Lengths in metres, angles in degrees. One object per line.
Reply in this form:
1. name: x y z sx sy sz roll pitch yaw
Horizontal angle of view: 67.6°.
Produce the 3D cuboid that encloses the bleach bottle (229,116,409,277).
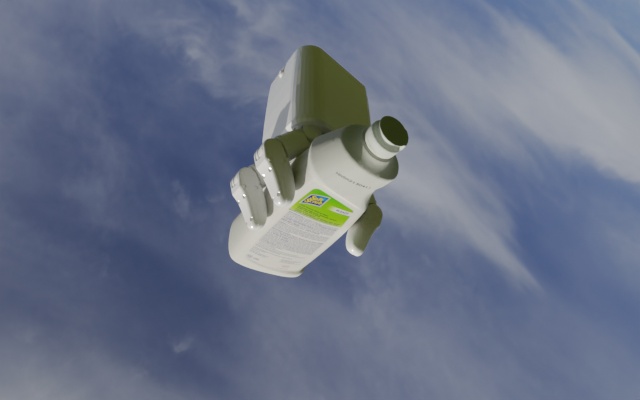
1. bleach bottle: 0.000 0.002 0.470 0.102 0.068 0.251 17 -34 -27
